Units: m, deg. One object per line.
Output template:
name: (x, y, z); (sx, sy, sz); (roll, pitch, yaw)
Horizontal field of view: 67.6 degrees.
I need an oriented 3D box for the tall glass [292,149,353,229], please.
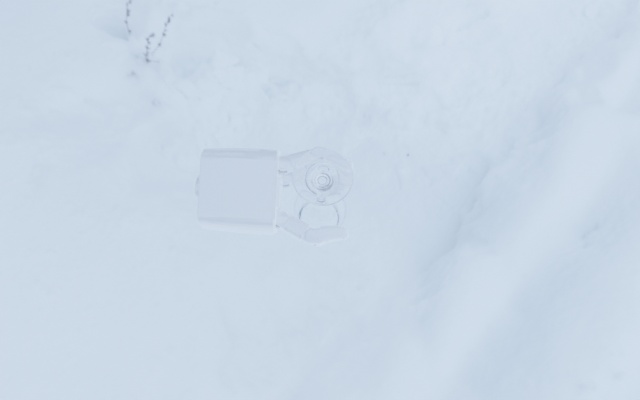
tall glass: (0.000, 0.002, 0.671); (0.079, 0.079, 0.201); (0, -18, -1)
